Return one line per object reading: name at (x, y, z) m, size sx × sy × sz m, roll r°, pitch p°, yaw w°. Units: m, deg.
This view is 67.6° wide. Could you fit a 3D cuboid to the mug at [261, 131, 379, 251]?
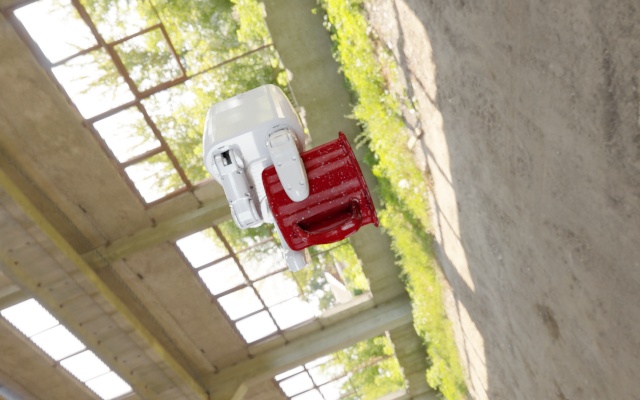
mug at (0.000, 0.002, 0.421) m, size 0.081 × 0.093 × 0.117 m, roll -21°, pitch 34°, yaw 1°
